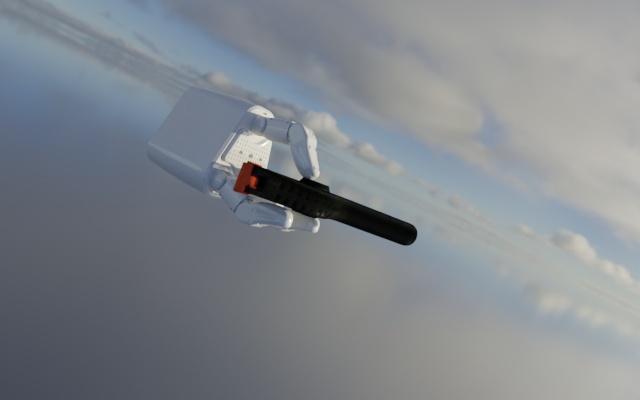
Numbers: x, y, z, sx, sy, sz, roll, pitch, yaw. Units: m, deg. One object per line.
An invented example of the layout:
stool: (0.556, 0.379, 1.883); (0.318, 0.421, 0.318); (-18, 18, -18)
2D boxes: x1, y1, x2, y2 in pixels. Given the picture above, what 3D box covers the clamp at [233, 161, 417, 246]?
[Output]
clamp: (0.000, 0.001, 0.484); (0.164, 0.036, 0.210); (21, 2, 29)
